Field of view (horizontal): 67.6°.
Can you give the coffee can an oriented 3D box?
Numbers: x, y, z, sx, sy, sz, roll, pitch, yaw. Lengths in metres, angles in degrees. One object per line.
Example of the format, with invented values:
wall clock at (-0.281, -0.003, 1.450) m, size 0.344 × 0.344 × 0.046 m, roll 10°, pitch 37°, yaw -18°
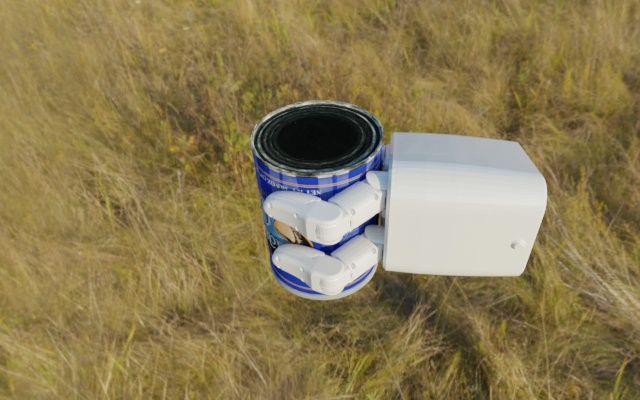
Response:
coffee can at (0.000, 0.001, 0.409) m, size 0.103 × 0.140 × 0.102 m, roll -2°, pitch 41°, yaw 2°
